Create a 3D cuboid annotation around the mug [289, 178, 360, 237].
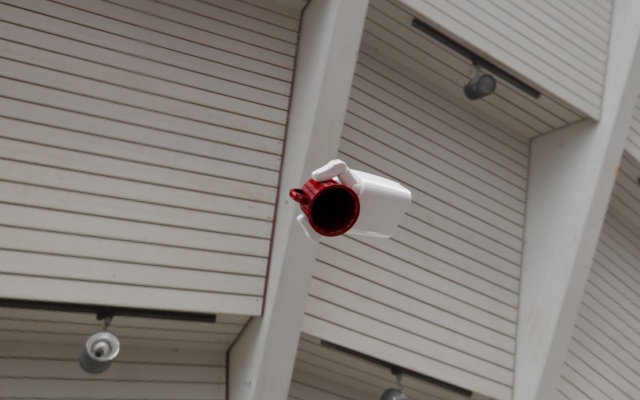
[{"bbox_3d":[-0.001,0.002,0.823,0.117,0.093,0.081,13,13,-23],"label":"mug"}]
